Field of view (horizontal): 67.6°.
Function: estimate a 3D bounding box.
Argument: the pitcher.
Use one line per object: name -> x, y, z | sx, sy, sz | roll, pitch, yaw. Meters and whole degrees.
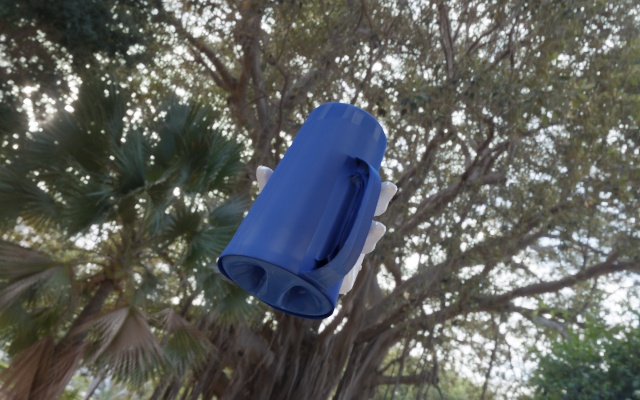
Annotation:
pitcher -> 0.000, 0.002, 0.548 | 0.149, 0.242, 0.145 | 16, -30, 15
